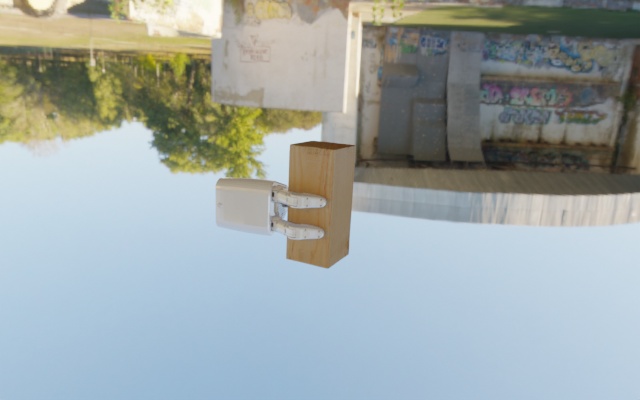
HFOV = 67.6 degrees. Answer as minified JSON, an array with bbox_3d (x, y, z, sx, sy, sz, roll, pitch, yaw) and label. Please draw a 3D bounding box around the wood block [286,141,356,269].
[{"bbox_3d":[0.000,0.003,0.852,0.090,0.206,0.091,10,16,25],"label":"wood block"}]
